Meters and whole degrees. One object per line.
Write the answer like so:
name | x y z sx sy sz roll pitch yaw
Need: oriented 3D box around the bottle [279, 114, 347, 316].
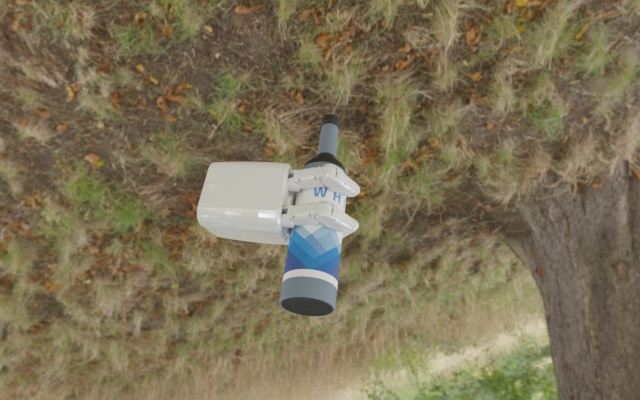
bottle | 0.000 0.002 0.640 0.069 0.295 0.069 5 -32 3
